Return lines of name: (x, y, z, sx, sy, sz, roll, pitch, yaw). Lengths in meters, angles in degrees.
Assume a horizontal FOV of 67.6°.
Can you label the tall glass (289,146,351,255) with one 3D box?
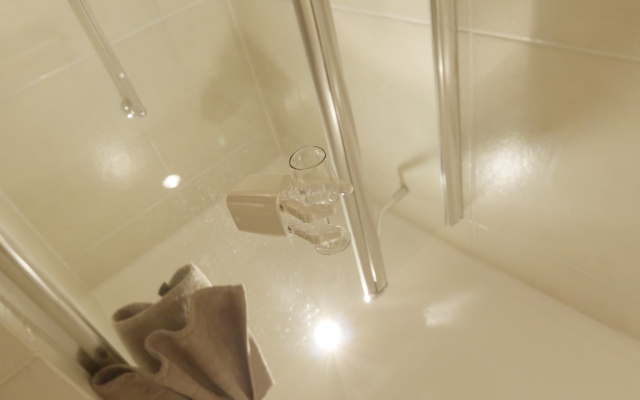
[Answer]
tall glass: (0.000, 0.003, 0.837, 0.079, 0.201, 0.079, -9, 41, 8)
